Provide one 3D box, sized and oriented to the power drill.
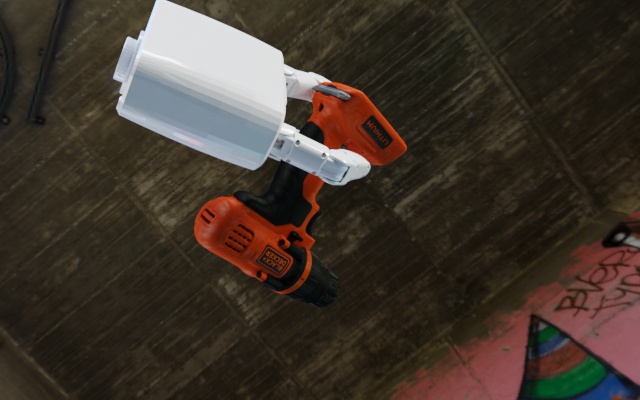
[{"bbox_3d":[0.000,0.001,0.446,0.057,0.187,0.184,29,-8,45],"label":"power drill"}]
